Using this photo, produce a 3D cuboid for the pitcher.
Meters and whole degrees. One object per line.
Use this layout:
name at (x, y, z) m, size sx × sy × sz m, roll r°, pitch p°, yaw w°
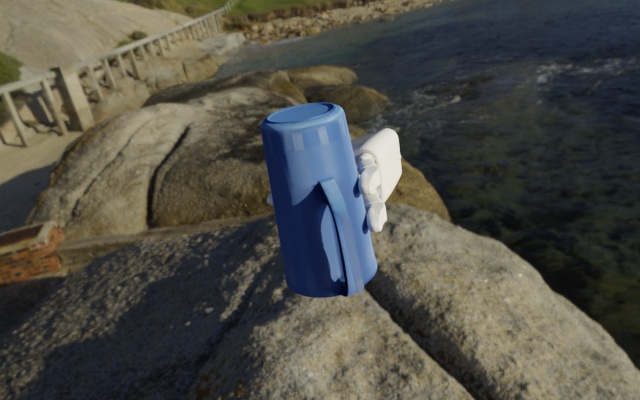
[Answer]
pitcher at (0.000, 0.002, 0.636) m, size 0.149 × 0.243 × 0.145 m, roll 3°, pitch 27°, yaw 29°
